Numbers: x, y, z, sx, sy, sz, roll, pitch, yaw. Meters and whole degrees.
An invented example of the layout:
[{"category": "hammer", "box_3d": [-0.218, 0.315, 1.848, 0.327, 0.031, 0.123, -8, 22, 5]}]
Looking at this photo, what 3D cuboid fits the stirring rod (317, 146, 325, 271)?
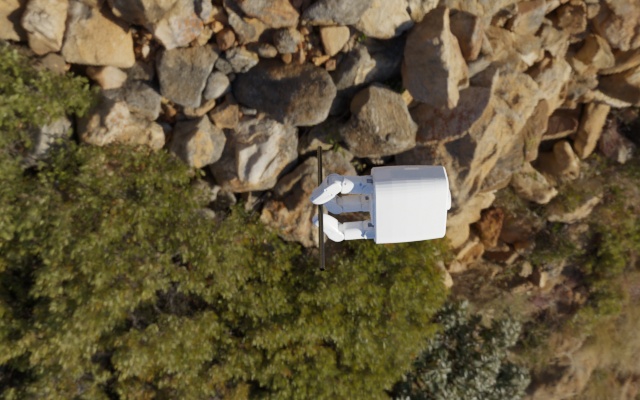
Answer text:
[{"category": "stirring rod", "box_3d": [0.000, 0.002, 0.718, 0.011, 0.239, 0.011, -1, -41, 0]}]
